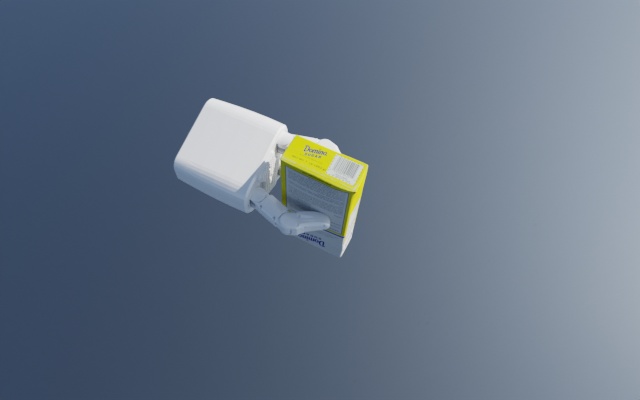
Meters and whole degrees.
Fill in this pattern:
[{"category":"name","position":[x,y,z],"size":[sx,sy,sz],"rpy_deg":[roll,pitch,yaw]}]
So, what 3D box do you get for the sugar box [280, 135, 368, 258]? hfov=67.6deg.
[{"category":"sugar box","position":[0.000,0.001,0.596],"size":[0.093,0.048,0.176],"rpy_deg":[25,-26,10]}]
